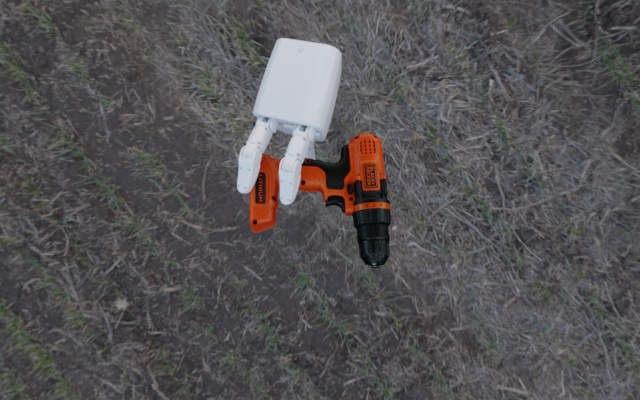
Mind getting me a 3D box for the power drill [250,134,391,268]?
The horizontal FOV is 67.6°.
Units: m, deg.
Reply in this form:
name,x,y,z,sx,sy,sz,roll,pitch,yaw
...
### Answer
name,x,y,z,sx,sy,sz,roll,pitch,yaw
power drill,0.000,0.002,0.645,0.187,0.184,0.057,-2,-16,-3
